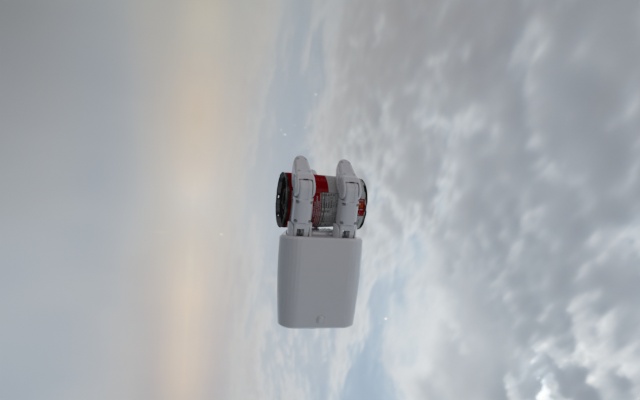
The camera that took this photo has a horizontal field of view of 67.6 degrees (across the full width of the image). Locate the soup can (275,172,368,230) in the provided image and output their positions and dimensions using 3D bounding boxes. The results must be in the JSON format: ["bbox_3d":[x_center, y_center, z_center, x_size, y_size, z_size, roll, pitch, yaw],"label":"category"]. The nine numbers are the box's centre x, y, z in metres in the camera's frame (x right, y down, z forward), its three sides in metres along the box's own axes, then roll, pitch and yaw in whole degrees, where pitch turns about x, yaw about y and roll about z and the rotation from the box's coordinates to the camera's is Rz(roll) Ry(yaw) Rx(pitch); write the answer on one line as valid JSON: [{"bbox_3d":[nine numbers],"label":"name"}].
[{"bbox_3d":[0.000,0.001,0.593,0.102,0.068,0.068,3,-1,-15],"label":"soup can"}]
